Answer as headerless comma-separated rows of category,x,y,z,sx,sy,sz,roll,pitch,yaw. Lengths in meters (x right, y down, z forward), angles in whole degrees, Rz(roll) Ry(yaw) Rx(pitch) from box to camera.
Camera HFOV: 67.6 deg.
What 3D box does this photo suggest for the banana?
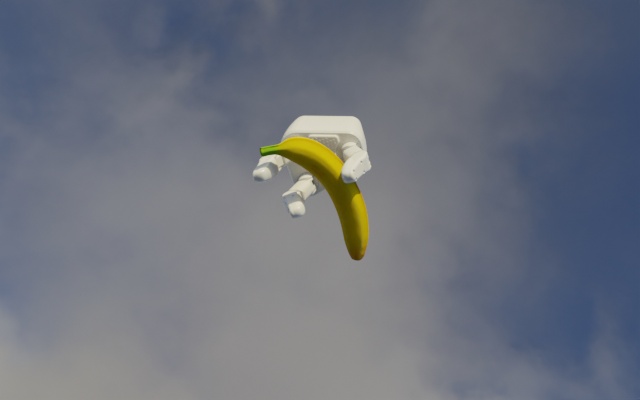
banana,0.013,-0.011,0.598,0.069,0.198,0.037,-37,18,11
